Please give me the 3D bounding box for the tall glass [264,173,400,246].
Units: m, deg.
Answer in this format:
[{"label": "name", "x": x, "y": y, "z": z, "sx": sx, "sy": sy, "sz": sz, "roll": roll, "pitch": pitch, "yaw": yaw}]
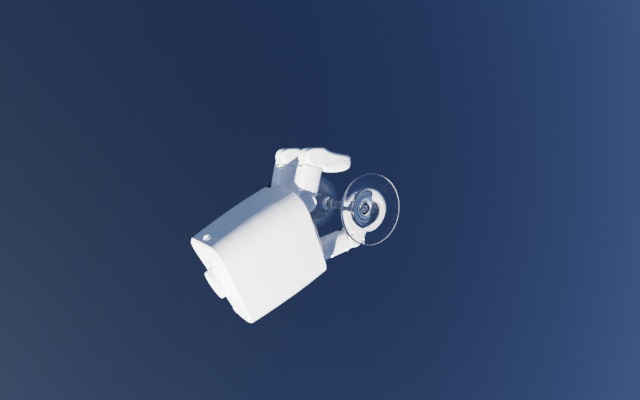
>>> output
[{"label": "tall glass", "x": 0.001, "y": 0.002, "z": 0.570, "sx": 0.079, "sy": 0.079, "sz": 0.201, "roll": 0, "pitch": 5, "yaw": -31}]
